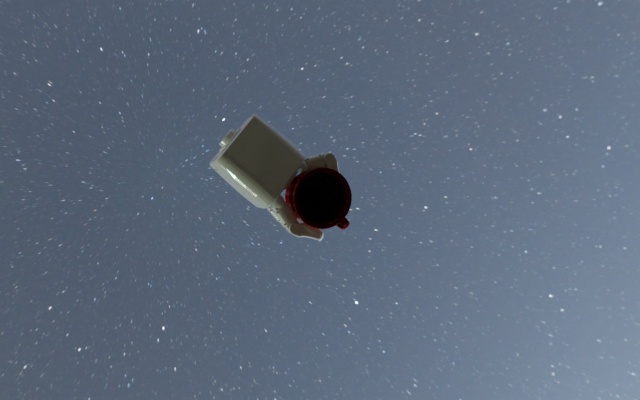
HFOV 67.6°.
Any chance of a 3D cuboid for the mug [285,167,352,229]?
[{"bbox_3d":[0.001,0.003,0.759,0.117,0.093,0.081,42,-10,-16],"label":"mug"}]
